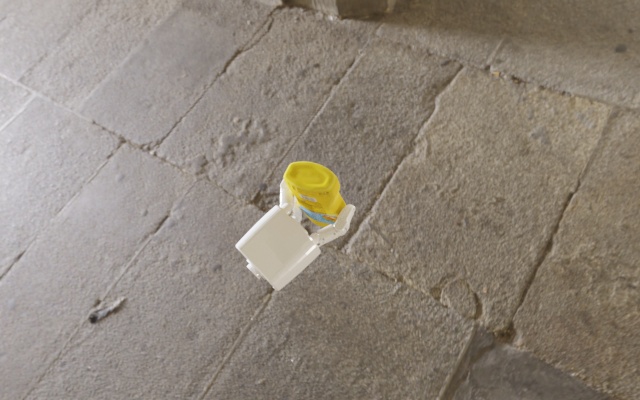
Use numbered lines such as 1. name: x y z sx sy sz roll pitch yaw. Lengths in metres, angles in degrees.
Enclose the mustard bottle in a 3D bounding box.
1. mustard bottle: 0.000 0.003 0.896 0.096 0.058 0.192 15 -24 21
